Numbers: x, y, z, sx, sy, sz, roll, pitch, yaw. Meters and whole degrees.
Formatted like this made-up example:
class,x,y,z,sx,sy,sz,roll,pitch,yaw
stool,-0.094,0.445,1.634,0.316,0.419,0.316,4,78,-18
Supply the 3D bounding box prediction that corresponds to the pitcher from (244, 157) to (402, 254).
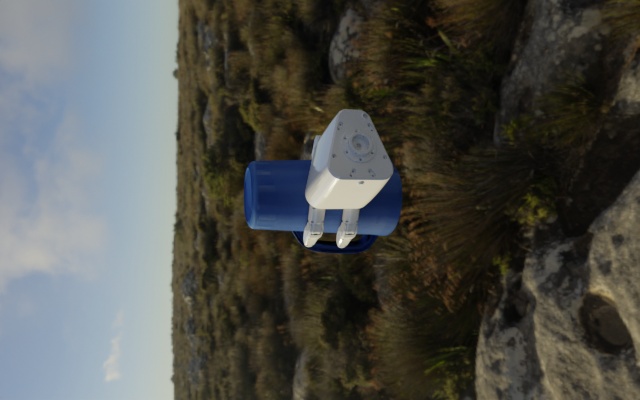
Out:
class,x,y,z,sx,sy,sz,roll,pitch,yaw
pitcher,0.000,0.002,0.789,0.243,0.149,0.145,0,-20,-16
